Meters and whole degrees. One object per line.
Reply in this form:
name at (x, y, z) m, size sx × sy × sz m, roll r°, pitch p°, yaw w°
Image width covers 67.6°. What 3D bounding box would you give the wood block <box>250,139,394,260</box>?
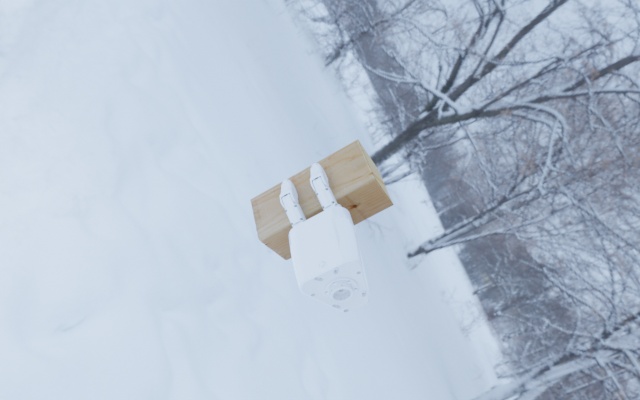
wood block at (0.000, 0.003, 0.784) m, size 0.206 × 0.090 × 0.091 m, roll -28°, pitch -39°, yaw 12°
